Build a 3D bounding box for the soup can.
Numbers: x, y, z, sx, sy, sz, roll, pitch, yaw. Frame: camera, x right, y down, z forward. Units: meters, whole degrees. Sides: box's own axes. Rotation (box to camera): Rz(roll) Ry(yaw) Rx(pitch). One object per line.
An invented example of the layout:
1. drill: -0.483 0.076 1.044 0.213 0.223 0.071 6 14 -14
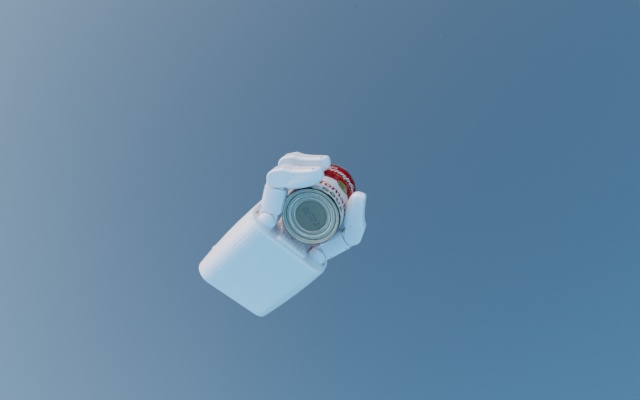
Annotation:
1. soup can: 0.000 0.002 0.559 0.068 0.068 0.102 0 19 14
